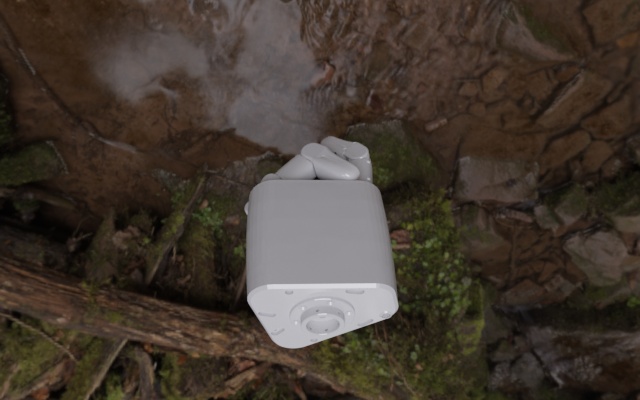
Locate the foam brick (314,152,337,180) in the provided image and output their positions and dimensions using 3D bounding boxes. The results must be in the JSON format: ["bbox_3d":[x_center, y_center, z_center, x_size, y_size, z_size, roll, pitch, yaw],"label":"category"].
[{"bbox_3d":[0.000,0.002,0.469,0.053,0.051,0.078,-12,-45,8],"label":"foam brick"}]
